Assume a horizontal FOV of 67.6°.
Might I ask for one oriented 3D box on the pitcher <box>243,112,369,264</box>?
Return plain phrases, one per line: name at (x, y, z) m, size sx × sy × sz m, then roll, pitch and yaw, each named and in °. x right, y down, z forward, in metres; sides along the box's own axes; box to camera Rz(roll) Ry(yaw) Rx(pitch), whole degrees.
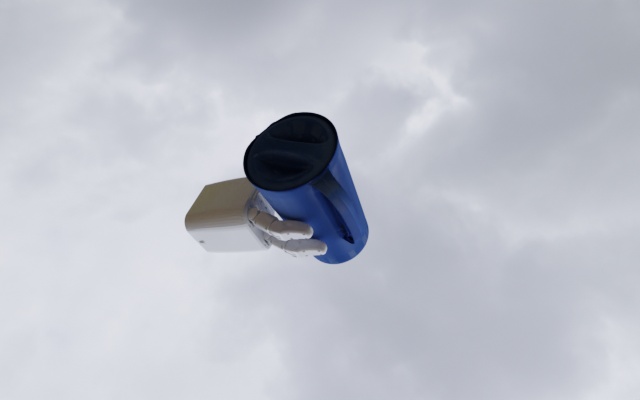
pitcher at (0.000, 0.002, 0.705) m, size 0.145 × 0.149 × 0.243 m, roll -6°, pitch -36°, yaw 18°
